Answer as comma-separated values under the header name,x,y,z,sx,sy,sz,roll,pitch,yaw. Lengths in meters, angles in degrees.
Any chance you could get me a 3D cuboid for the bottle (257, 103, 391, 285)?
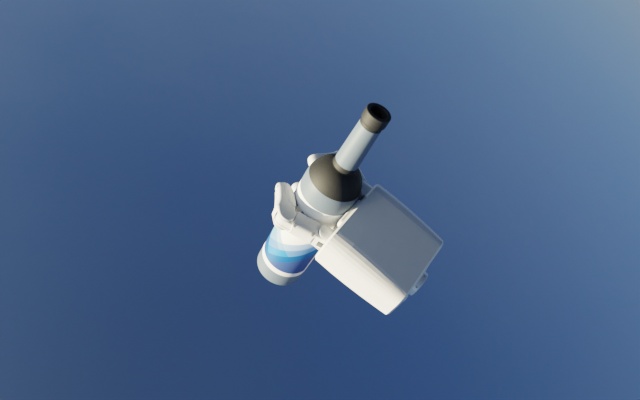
name,x,y,z,sx,sy,sz,roll,pitch,yaw
bottle,0.000,0.002,0.568,0.069,0.069,0.296,0,-37,-29
